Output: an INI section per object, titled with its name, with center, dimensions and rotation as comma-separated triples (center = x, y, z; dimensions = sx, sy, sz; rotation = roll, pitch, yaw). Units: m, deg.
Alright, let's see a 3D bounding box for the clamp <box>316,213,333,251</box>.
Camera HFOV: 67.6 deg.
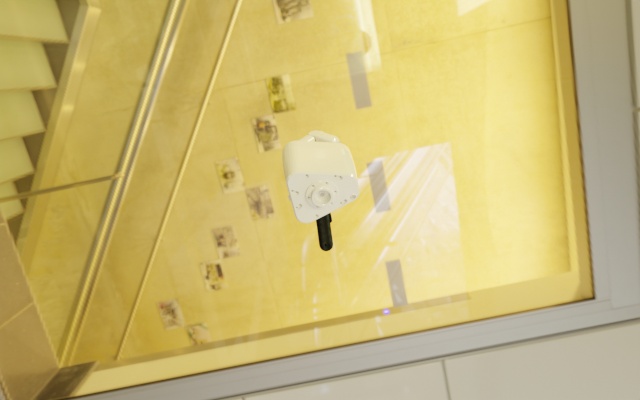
[clamp]
center = 0.001, 0.002, 0.858
dimensions = 0.039, 0.172, 0.120
rotation = -13, 32, 0
